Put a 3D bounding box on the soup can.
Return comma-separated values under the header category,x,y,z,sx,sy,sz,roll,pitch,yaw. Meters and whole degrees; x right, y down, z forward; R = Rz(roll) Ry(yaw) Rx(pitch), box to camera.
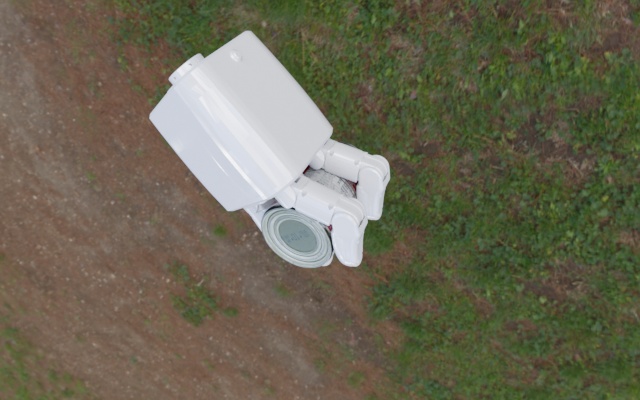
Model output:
category,x,y,z,sx,sy,sz,roll,pitch,yaw
soup can,0.000,0.002,0.425,0.068,0.068,0.102,0,36,30
